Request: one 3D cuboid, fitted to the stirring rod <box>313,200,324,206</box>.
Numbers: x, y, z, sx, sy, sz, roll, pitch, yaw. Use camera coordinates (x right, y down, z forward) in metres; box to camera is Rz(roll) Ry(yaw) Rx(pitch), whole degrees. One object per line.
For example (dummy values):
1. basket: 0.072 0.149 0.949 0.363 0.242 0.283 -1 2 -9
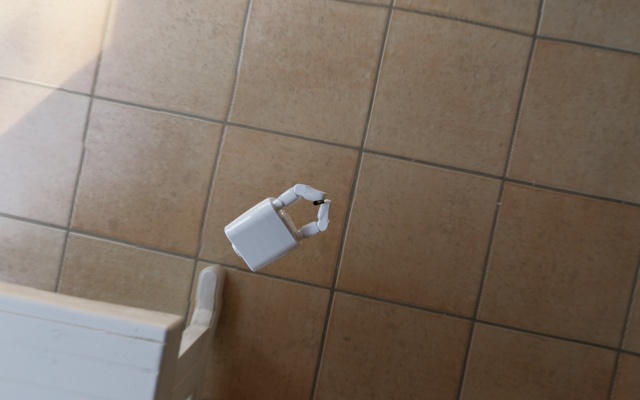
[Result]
1. stirring rod: 0.000 0.003 0.865 0.011 0.011 0.239 0 1 4
